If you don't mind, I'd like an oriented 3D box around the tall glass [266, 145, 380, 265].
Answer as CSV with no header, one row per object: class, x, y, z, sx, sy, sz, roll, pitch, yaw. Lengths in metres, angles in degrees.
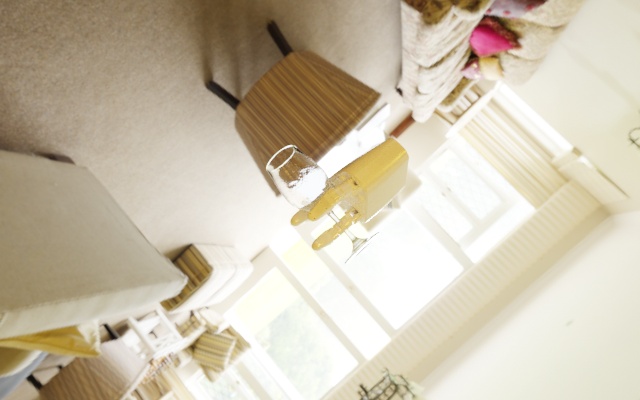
tall glass,0.000,0.003,0.762,0.079,0.201,0.079,-40,-12,-10
